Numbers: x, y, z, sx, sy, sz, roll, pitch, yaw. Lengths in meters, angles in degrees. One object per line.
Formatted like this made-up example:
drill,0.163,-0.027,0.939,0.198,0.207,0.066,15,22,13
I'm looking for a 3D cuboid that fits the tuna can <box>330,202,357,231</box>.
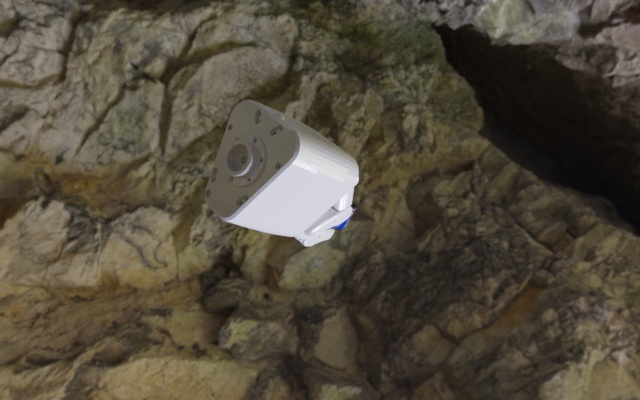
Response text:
tuna can,0.000,0.002,0.596,0.086,0.034,0.086,28,10,-6
